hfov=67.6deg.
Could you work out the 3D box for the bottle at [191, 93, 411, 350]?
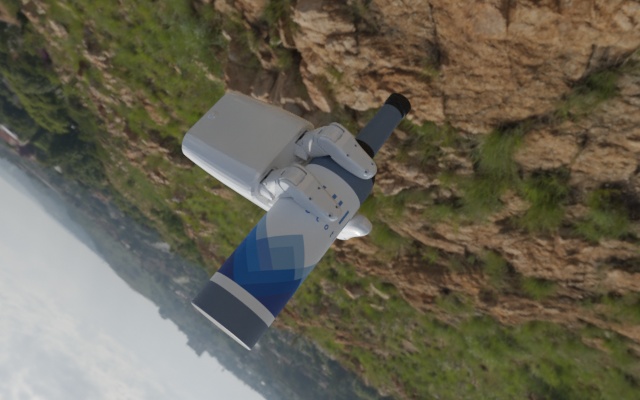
[{"bbox_3d":[0.000,0.002,0.463,0.069,0.295,0.069,33,-21,15],"label":"bottle"}]
